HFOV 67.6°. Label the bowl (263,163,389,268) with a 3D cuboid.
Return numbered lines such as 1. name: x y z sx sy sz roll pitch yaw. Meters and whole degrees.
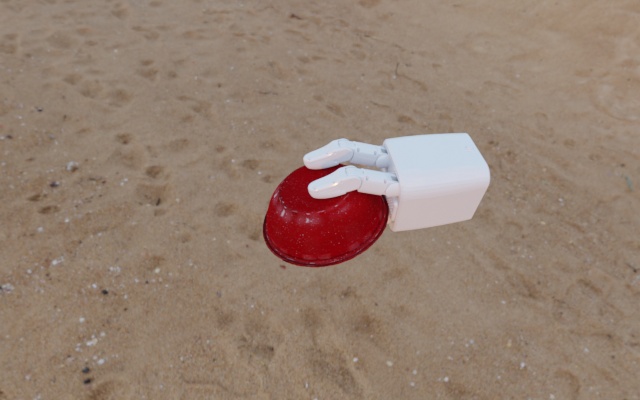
1. bowl: -0.001 0.002 0.581 0.162 0.055 0.162 -9 42 8
